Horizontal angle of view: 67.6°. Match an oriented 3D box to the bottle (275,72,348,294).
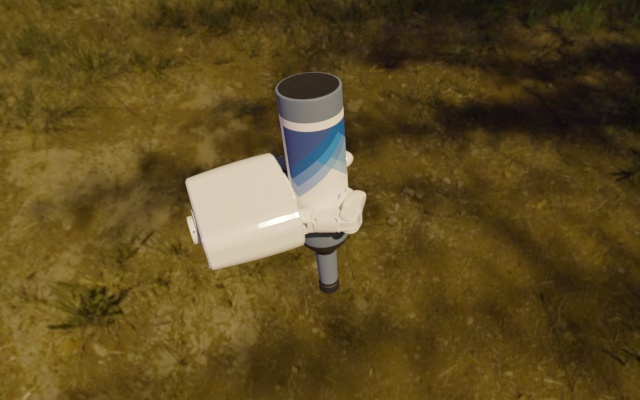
[{"bbox_3d":[0.000,0.002,0.562,0.069,0.296,0.069,-4,38,3],"label":"bottle"}]
